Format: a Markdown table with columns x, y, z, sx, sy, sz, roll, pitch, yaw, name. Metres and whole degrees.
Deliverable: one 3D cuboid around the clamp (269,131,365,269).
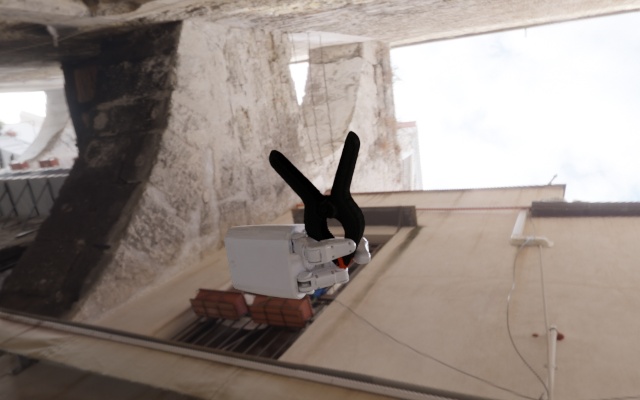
| x | y | z | sx | sy | sz | roll | pitch | yaw | name |
| --- | --- | --- | --- | --- | --- | --- | --- | --- | --- |
| 0.000 | 0.002 | 0.595 | 0.120 | 0.171 | 0.039 | 1 | 16 | 29 | clamp |
